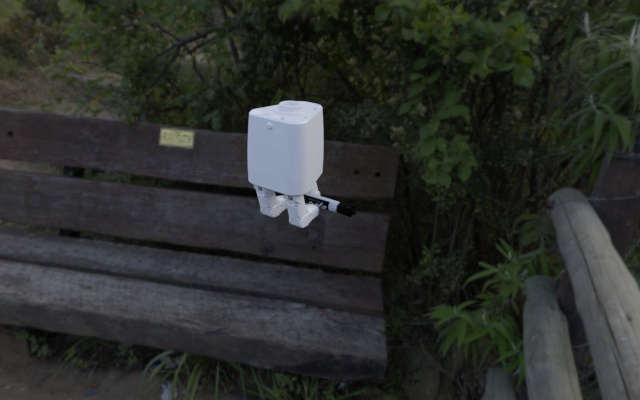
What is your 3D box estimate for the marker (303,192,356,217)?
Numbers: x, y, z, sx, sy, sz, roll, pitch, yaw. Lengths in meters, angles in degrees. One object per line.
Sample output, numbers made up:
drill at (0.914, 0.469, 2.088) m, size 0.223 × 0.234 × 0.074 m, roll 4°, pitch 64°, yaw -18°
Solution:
marker at (0.000, 0.002, 0.744) m, size 0.121 × 0.020 × 0.020 m, roll 17°, pitch 7°, yaw 27°
